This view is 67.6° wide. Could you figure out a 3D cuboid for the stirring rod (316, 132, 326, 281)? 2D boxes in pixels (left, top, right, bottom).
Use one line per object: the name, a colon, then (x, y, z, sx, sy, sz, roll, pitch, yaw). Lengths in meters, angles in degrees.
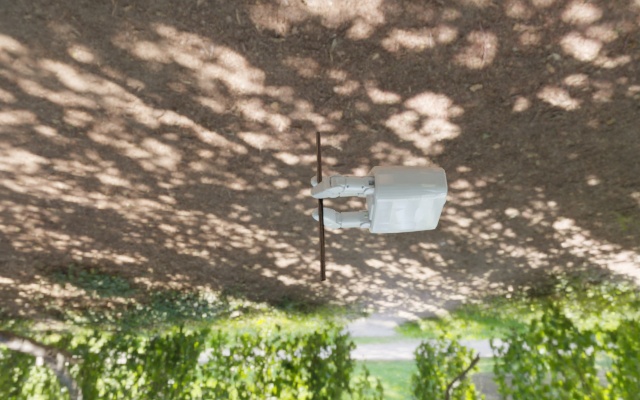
stirring rod: (0.000, 0.002, 0.723, 0.011, 0.239, 0.011, -2, -23, -1)
